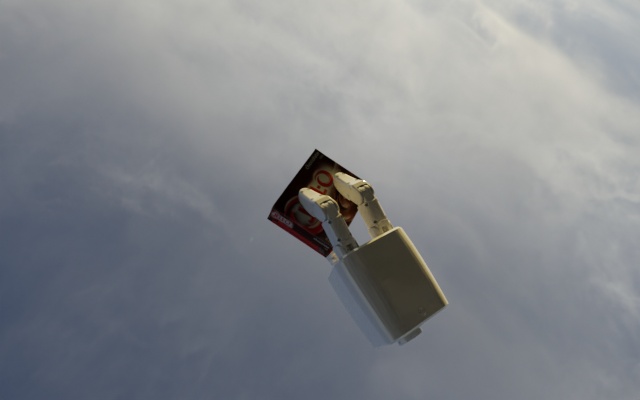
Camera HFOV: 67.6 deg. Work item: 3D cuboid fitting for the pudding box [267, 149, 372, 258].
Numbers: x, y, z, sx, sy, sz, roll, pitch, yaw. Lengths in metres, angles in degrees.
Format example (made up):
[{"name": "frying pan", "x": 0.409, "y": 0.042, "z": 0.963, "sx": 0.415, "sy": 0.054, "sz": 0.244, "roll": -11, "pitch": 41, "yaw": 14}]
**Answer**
[{"name": "pudding box", "x": 0.000, "y": 0.002, "z": 0.602, "sx": 0.090, "sy": 0.113, "sz": 0.039, "roll": 34, "pitch": -36, "yaw": -1}]
